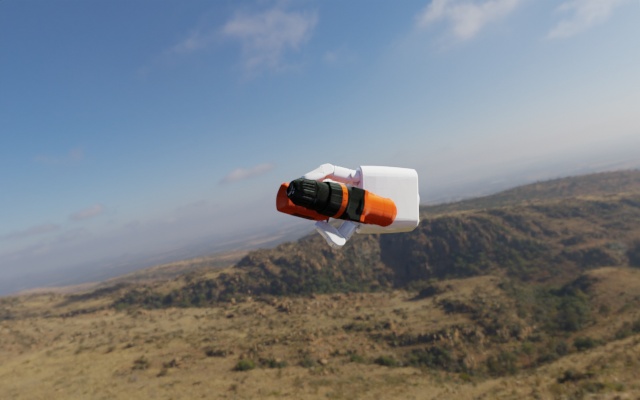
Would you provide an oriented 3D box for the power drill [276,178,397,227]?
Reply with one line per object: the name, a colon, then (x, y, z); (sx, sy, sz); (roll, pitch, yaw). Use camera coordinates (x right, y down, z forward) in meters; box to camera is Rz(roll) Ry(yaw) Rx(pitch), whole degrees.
power drill: (0.000, 0.002, 0.761); (0.184, 0.057, 0.187); (15, -5, -29)
